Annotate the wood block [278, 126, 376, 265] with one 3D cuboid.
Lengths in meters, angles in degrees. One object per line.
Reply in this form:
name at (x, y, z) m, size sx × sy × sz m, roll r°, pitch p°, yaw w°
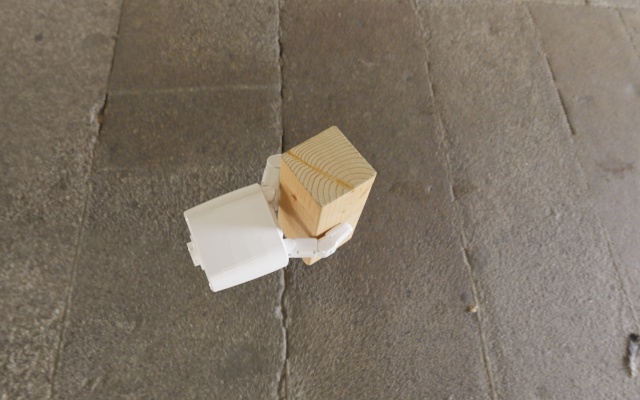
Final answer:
wood block at (0.000, 0.003, 0.685) m, size 0.090 × 0.090 × 0.206 m, roll -31°, pitch -19°, yaw -20°
